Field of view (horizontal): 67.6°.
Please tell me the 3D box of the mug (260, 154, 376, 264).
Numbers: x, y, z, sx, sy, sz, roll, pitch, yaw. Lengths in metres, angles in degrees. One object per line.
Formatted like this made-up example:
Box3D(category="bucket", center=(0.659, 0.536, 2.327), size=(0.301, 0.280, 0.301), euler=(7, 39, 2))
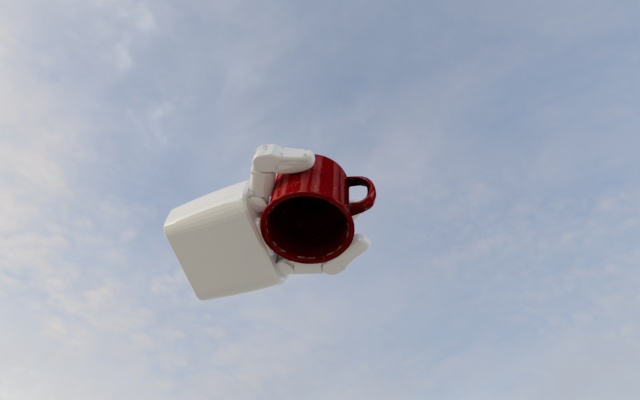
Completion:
Box3D(category="mug", center=(0.001, 0.001, 0.493), size=(0.117, 0.093, 0.081), euler=(-16, 34, 16))
